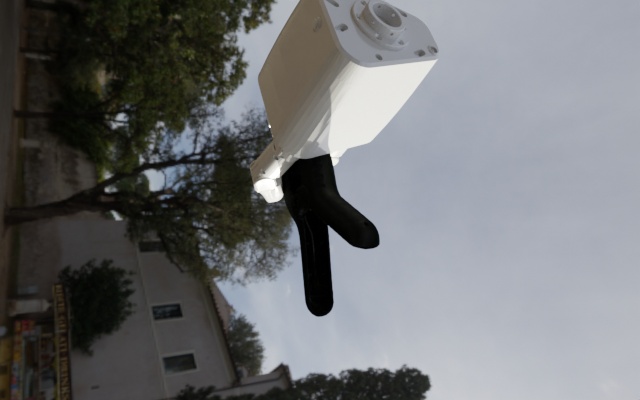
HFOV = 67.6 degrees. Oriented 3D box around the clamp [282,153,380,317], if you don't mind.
[{"bbox_3d":[0.001,0.001,0.413,0.039,0.171,0.120,0,-30,-32],"label":"clamp"}]
